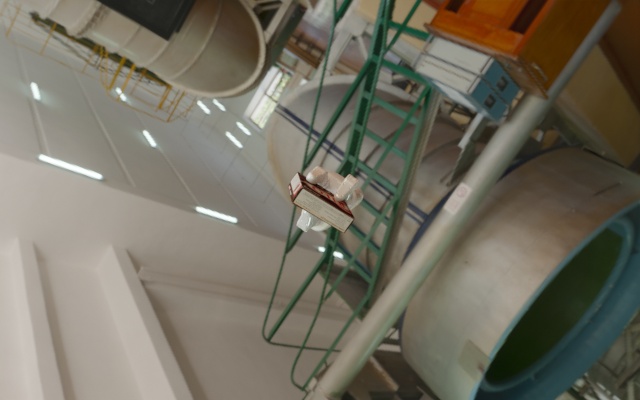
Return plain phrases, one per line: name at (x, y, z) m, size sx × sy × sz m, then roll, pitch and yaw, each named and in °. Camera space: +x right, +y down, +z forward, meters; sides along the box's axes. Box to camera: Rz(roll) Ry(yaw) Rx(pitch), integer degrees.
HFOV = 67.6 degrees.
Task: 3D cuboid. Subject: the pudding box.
pudding box at (0.000, 0.003, 0.842) m, size 0.113 × 0.039 × 0.090 m, roll 29°, pitch 12°, yaw -17°
